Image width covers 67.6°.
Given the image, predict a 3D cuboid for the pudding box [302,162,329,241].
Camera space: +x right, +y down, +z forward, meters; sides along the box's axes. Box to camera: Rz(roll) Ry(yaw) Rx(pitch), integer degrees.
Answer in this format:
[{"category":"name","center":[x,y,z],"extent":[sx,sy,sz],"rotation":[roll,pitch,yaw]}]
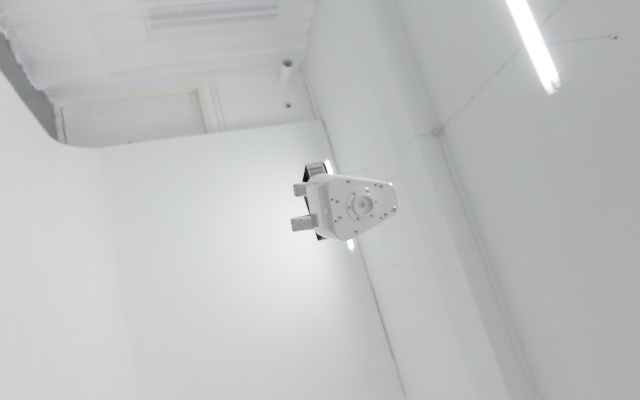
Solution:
[{"category":"pudding box","center":[0.000,0.003,0.833],"extent":[0.039,0.113,0.090],"rotation":[-11,-23,-14]}]
